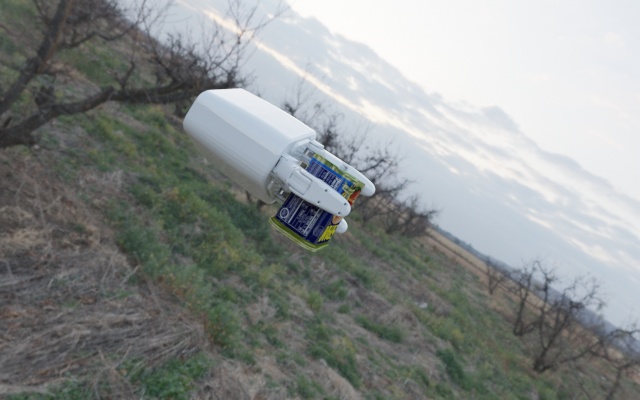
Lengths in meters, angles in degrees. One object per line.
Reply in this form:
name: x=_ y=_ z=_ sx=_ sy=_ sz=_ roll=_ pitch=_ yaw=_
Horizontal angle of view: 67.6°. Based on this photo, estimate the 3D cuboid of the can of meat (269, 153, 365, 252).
can of meat: x=0.000 y=0.001 z=0.505 sx=0.057 sy=0.084 sz=0.102 roll=34 pitch=5 yaw=10
